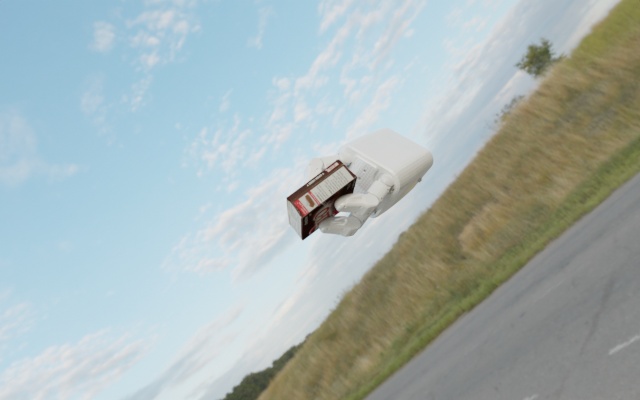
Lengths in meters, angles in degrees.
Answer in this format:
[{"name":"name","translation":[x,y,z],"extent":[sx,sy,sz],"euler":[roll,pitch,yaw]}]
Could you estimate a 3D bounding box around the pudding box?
[{"name":"pudding box","translation":[0.000,0.002,0.641],"extent":[0.090,0.039,0.113],"euler":[-38,-16,-13]}]
